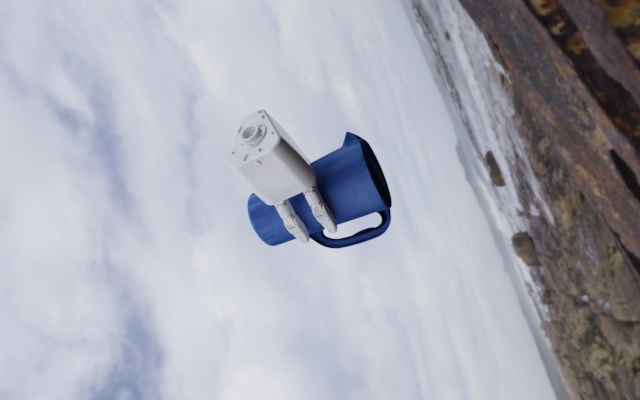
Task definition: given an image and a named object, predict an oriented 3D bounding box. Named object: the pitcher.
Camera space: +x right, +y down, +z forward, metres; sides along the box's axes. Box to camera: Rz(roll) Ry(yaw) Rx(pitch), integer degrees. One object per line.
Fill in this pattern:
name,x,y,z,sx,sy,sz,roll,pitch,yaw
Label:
pitcher,0.000,0.003,0.852,0.243,0.149,0.145,-23,-40,17
